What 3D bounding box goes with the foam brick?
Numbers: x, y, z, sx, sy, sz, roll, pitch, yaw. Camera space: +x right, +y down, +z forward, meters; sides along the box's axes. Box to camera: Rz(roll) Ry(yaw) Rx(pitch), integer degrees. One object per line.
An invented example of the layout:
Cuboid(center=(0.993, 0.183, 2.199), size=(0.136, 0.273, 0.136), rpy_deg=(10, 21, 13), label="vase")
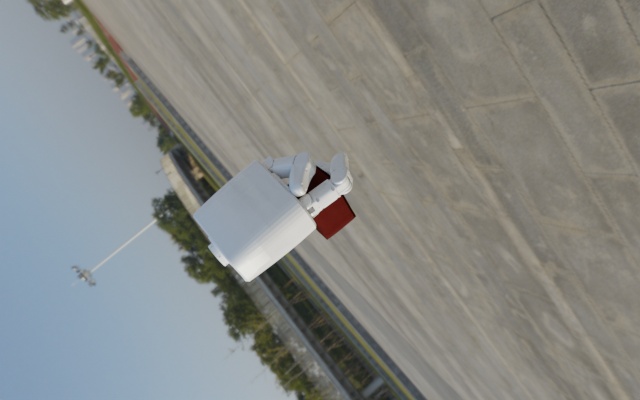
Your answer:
Cuboid(center=(0.000, 0.002, 0.623), size=(0.053, 0.051, 0.078), rpy_deg=(39, -14, 48), label="foam brick")
